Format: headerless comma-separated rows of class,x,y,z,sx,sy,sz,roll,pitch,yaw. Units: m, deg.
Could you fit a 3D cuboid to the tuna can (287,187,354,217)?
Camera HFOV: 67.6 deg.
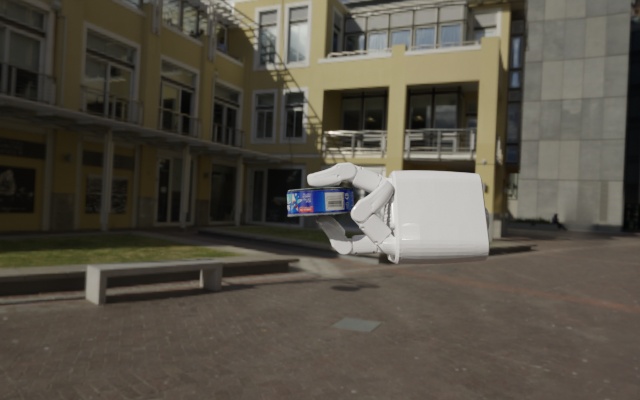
tuna can,0.000,0.001,0.607,0.086,0.034,0.086,-3,-1,0
